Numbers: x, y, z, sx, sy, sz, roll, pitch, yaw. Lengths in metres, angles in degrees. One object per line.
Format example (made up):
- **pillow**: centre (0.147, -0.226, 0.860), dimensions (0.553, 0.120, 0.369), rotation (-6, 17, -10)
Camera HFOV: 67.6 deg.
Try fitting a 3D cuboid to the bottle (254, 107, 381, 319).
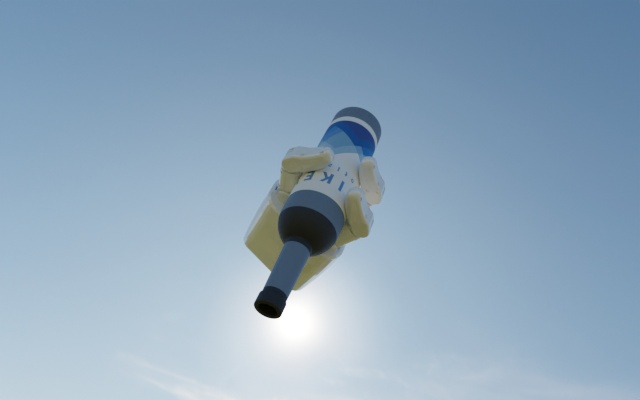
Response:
- **bottle**: centre (0.000, 0.001, 0.526), dimensions (0.069, 0.069, 0.295), rotation (0, 41, 25)
